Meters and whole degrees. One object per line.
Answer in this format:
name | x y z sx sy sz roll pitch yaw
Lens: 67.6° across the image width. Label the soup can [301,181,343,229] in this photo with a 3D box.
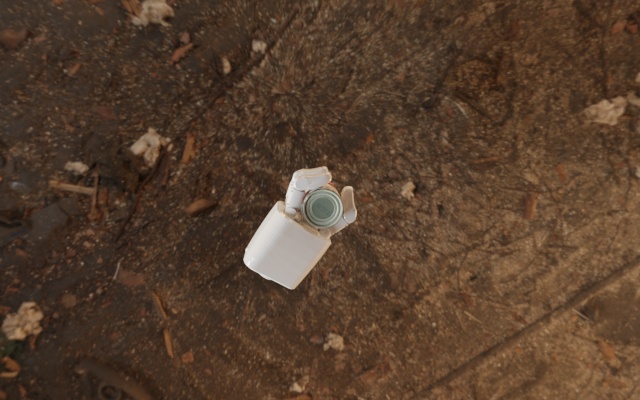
soup can | 0.001 0.002 0.803 0.068 0.068 0.102 0 13 -4
